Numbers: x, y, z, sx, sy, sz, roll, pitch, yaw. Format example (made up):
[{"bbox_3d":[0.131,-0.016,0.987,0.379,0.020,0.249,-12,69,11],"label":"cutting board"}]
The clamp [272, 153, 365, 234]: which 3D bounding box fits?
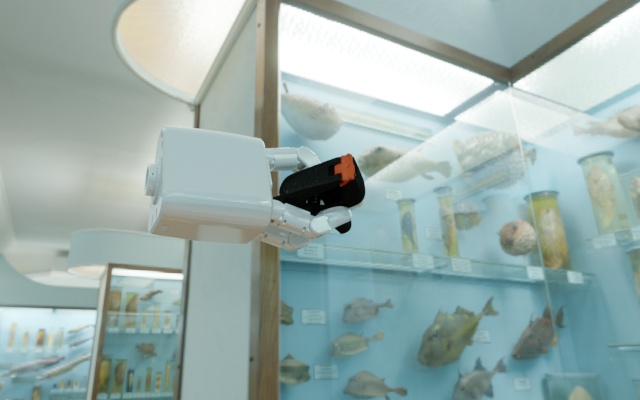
[{"bbox_3d":[0.000,0.001,0.554,0.164,0.036,0.210,5,-21,-26],"label":"clamp"}]
